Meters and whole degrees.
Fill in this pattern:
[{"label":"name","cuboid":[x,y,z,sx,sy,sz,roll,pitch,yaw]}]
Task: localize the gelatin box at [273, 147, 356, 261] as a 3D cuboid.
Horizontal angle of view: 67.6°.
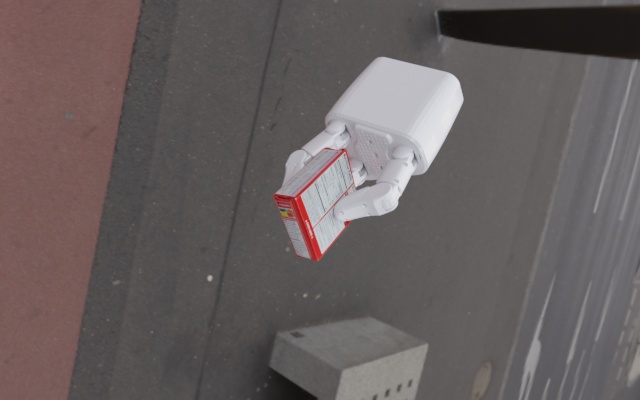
[{"label":"gelatin box","cuboid":[0.000,0.002,0.460,0.030,0.073,0.089,8,40,36]}]
